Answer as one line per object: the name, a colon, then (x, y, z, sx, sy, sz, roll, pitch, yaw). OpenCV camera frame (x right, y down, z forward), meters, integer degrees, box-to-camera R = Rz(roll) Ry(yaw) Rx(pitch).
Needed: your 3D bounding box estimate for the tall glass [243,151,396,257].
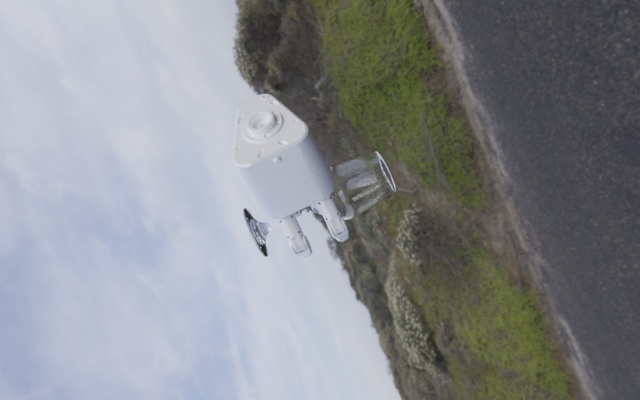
tall glass: (-0.001, 0.002, 0.656, 0.201, 0.079, 0.079, -25, -1, 2)
